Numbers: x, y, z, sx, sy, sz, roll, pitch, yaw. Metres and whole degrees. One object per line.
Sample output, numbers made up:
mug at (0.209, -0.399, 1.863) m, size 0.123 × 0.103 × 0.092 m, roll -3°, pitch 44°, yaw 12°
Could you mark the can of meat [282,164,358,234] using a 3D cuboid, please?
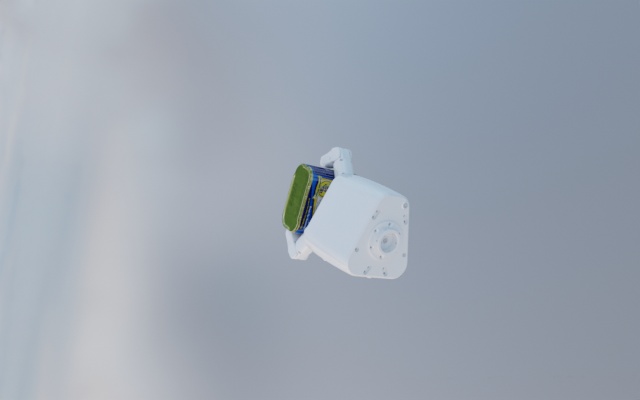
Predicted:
can of meat at (0.000, 0.002, 0.687) m, size 0.084 × 0.102 × 0.057 m, roll 10°, pitch 11°, yaw -30°
